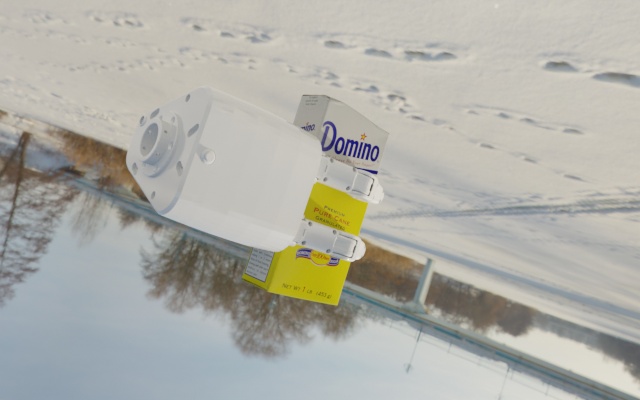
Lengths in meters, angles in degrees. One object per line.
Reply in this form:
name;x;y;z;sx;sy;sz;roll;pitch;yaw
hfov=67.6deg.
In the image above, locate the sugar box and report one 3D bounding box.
sugar box;0.000;0.002;0.442;0.093;0.176;0.048;22;-4;-44
